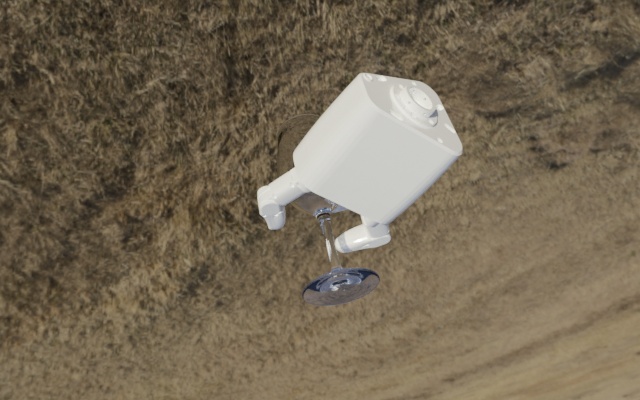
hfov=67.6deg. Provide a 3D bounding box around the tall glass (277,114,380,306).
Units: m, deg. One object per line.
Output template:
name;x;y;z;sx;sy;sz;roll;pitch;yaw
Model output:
tall glass;0.000;0.002;0.498;0.079;0.201;0.079;-10;-34;-7
